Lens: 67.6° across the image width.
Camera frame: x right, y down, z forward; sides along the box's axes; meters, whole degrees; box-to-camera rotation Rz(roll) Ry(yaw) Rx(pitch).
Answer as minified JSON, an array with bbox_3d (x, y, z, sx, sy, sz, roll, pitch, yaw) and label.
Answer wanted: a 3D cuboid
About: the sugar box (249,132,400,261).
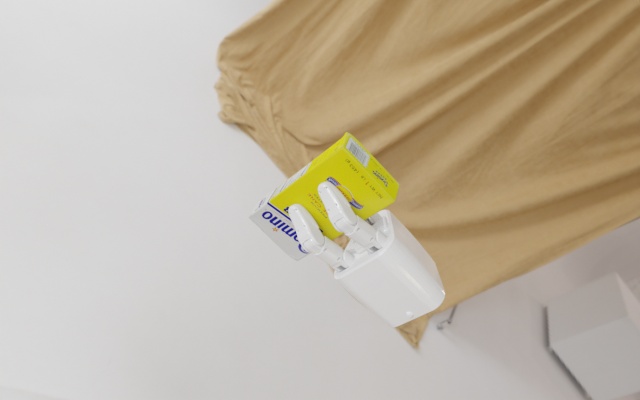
[{"bbox_3d":[0.000,0.002,0.596,0.176,0.093,0.048,-36,16,33],"label":"sugar box"}]
